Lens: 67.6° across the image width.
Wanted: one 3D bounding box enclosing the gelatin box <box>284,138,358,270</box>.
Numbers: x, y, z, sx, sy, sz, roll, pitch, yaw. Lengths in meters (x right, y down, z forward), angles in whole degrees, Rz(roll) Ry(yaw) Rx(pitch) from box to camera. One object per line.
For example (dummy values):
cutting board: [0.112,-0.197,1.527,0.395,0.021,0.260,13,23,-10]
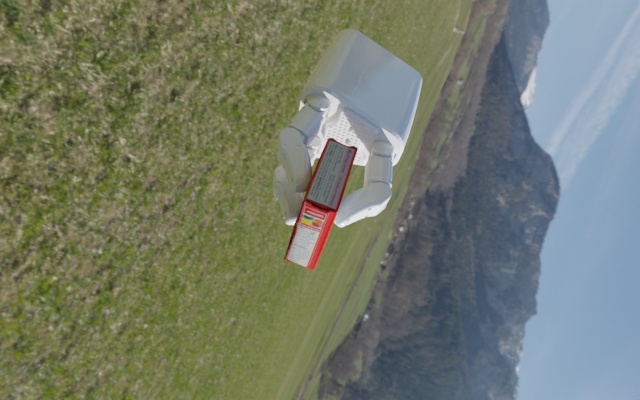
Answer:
gelatin box: [0.000,0.002,0.404,0.030,0.073,0.089,20,43,-1]
